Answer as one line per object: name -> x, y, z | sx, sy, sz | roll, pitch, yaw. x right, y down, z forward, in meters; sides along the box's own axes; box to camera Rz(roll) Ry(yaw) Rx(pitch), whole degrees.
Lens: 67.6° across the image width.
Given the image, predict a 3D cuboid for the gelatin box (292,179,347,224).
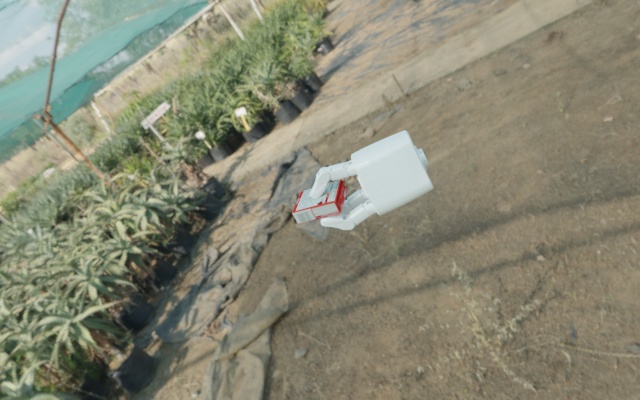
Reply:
gelatin box -> 0.000, 0.003, 0.865 | 0.089, 0.030, 0.073 | -15, 29, 22
